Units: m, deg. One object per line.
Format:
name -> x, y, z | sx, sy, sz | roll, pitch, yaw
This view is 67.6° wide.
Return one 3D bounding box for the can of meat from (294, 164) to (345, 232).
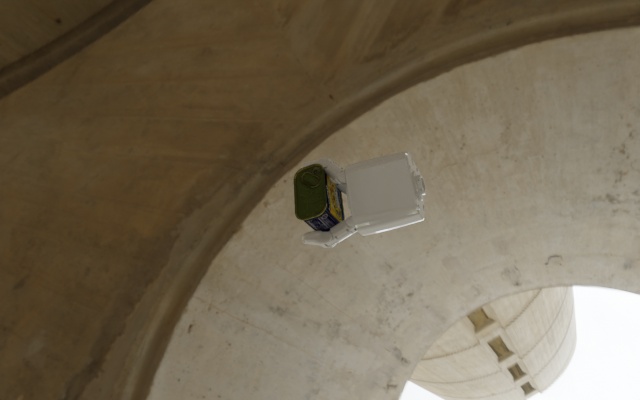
can of meat -> 0.000, 0.003, 0.811 | 0.057, 0.102, 0.084 | -18, -34, 20
